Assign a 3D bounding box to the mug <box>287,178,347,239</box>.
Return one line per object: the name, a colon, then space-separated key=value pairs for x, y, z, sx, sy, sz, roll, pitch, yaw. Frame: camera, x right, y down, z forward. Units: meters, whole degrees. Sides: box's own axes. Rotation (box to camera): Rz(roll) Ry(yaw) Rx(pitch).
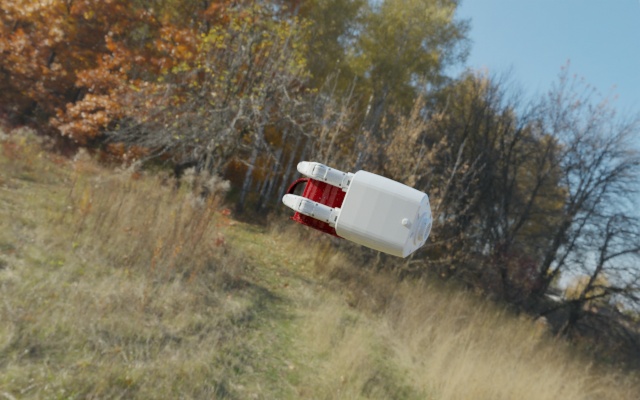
mug: x=-0.001 y=0.002 z=0.752 sx=0.117 sy=0.081 sz=0.093 roll=21 pitch=-1 yaw=25
